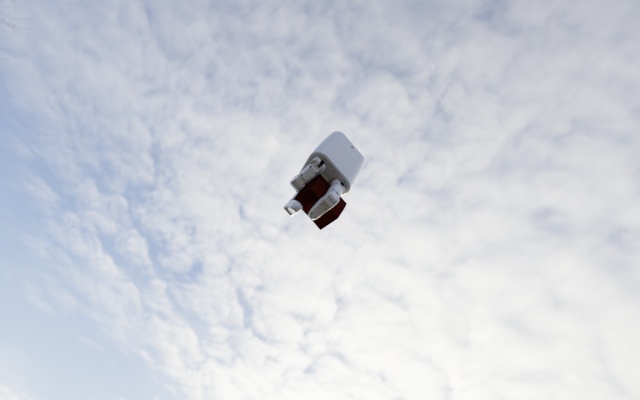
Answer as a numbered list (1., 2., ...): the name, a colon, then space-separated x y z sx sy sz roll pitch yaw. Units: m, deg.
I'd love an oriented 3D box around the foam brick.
1. foam brick: 0.000 0.003 0.874 0.053 0.078 0.051 -33 14 38
